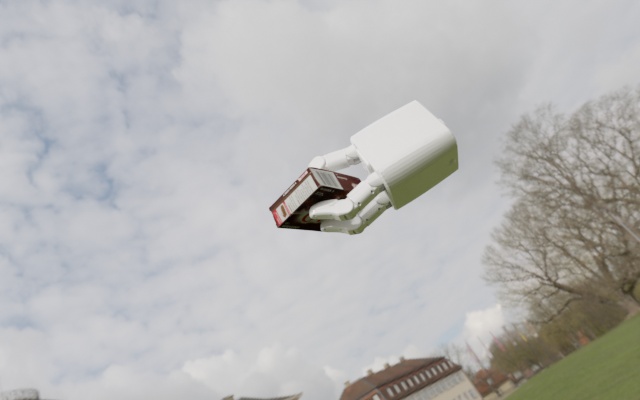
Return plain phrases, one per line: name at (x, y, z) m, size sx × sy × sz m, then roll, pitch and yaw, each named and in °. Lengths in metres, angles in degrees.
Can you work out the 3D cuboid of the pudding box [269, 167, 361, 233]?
pudding box at (0.000, 0.002, 0.651) m, size 0.113 × 0.039 × 0.090 m, roll 11°, pitch -48°, yaw -48°
